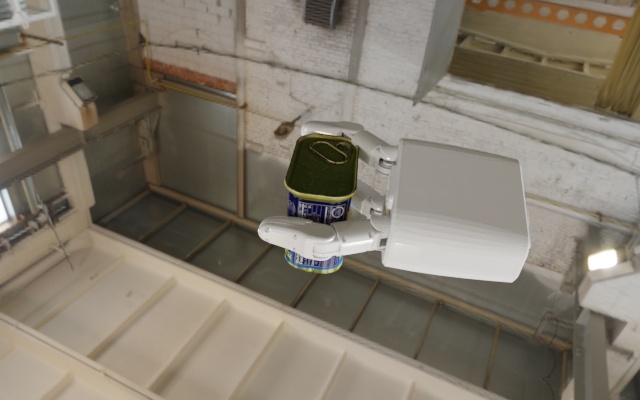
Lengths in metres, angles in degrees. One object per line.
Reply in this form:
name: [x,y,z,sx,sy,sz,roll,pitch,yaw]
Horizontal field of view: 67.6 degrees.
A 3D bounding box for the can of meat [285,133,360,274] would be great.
can of meat: [0.000,0.002,0.425,0.057,0.084,0.102,7,35,2]
